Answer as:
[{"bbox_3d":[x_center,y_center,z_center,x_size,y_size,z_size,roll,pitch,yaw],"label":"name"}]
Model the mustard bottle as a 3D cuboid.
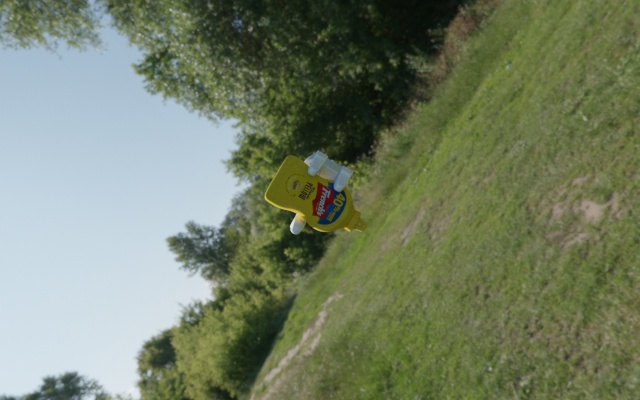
[{"bbox_3d":[0.000,0.003,0.882,0.191,0.096,0.058,30,-10,-3],"label":"mustard bottle"}]
